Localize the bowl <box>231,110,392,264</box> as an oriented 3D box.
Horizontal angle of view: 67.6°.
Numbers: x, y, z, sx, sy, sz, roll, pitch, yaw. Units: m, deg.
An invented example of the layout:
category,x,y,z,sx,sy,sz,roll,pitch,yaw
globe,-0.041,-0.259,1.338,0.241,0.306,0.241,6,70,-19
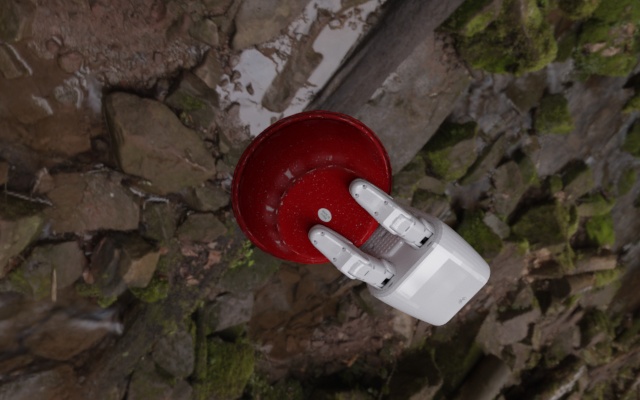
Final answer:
category,x,y,z,sx,sy,sz,roll,pitch,yaw
bowl,-0.001,0.001,0.444,0.162,0.162,0.055,0,25,-15
